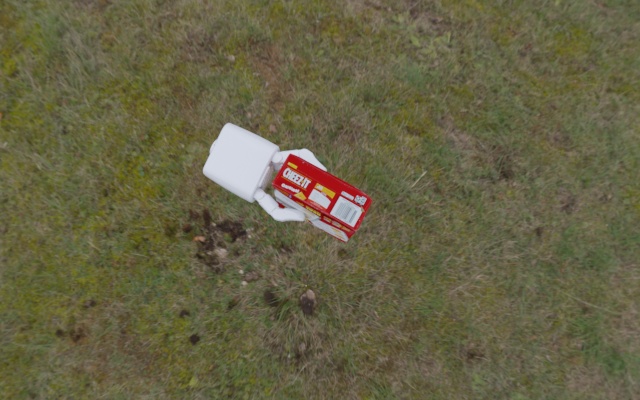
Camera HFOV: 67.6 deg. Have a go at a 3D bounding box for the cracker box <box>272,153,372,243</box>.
[{"bbox_3d":[0.000,0.003,0.893,0.164,0.072,0.214,29,-10,3],"label":"cracker box"}]
